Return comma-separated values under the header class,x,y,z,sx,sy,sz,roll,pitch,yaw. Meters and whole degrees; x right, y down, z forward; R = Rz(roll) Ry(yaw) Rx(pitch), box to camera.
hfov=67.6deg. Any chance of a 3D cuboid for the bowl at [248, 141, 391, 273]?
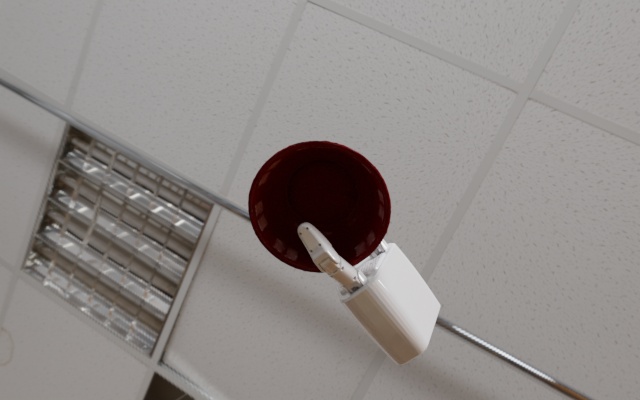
class,x,y,z,sx,sy,sz,roll,pitch,yaw
bowl,0.000,0.001,0.558,0.162,0.162,0.055,0,23,5
